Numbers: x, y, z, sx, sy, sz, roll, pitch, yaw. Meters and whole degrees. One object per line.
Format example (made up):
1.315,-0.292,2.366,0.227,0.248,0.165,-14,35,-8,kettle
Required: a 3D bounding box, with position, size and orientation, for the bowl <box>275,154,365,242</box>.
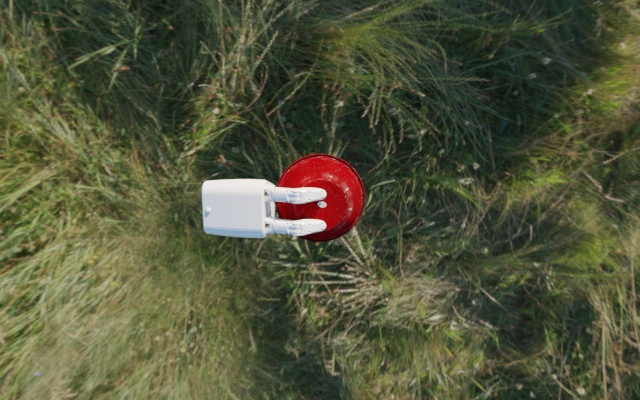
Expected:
0.001,0.002,0.828,0.162,0.162,0.055,0,13,-2,bowl
